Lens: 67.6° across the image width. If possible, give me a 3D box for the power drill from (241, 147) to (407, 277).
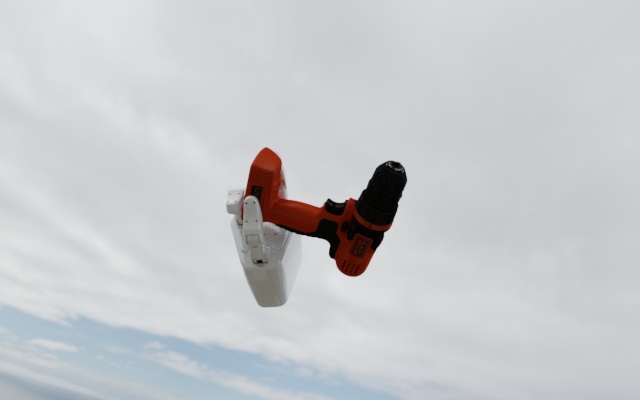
[{"bbox_3d":[0.000,0.002,0.604,0.187,0.185,0.057,23,37,4],"label":"power drill"}]
